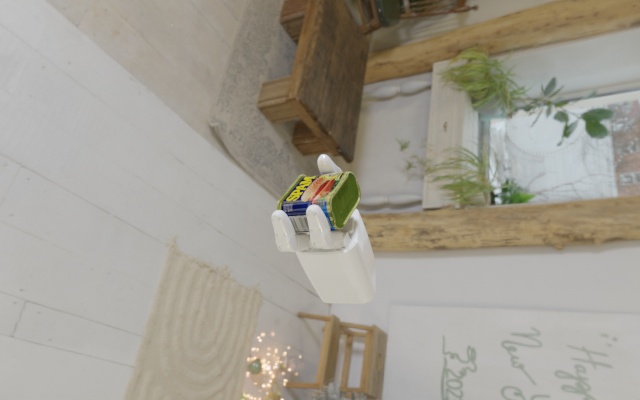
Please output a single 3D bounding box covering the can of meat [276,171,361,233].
[{"bbox_3d":[0.000,0.002,0.672,0.084,0.057,0.102,-5,29,30],"label":"can of meat"}]
